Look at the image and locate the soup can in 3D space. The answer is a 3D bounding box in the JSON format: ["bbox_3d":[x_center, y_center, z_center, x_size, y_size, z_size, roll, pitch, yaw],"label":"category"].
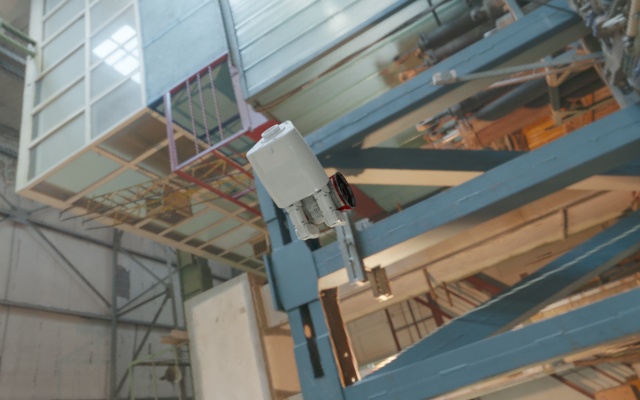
[{"bbox_3d":[0.000,0.003,0.822,0.102,0.068,0.068,-26,-9,18],"label":"soup can"}]
